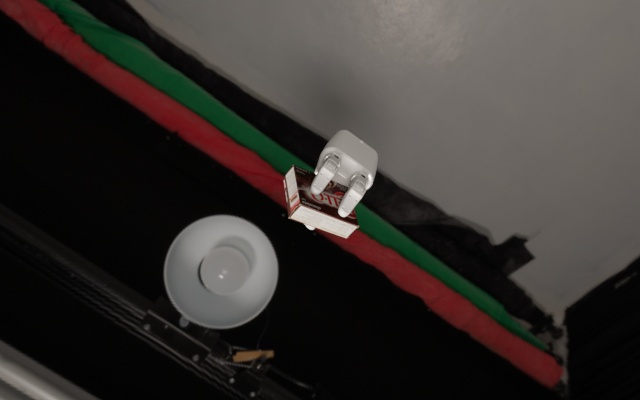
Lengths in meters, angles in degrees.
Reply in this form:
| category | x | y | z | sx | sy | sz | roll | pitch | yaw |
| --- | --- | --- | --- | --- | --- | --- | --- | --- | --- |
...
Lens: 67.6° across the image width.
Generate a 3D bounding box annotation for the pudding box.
| category | x | y | z | sx | sy | sz | roll | pitch | yaw |
| --- | --- | --- | --- | --- | --- | --- | --- | --- | --- |
| pudding box | 0.000 | 0.003 | 0.745 | 0.113 | 0.090 | 0.039 | 19 | -54 | -28 |
